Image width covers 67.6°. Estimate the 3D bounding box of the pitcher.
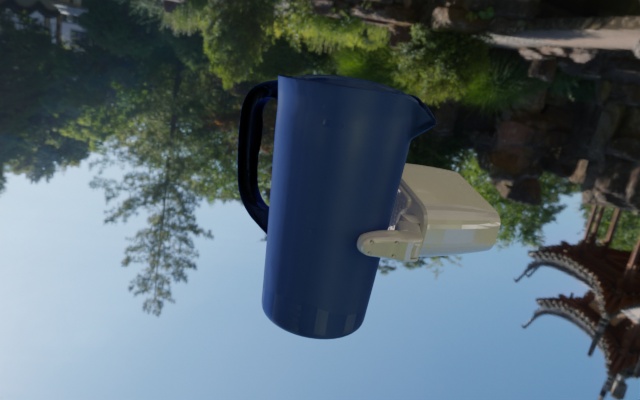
[{"bbox_3d":[0.000,0.002,0.468,0.145,0.243,0.149,2,17,-26],"label":"pitcher"}]
